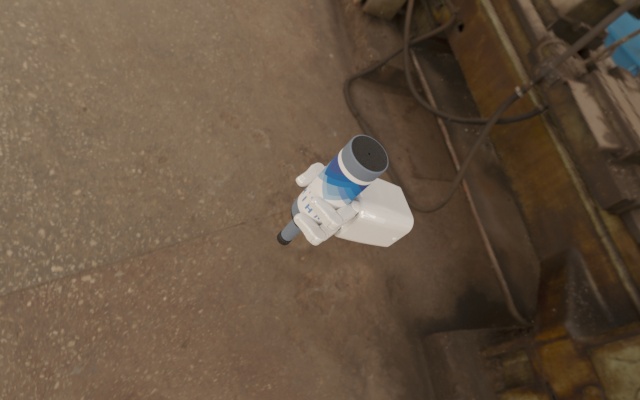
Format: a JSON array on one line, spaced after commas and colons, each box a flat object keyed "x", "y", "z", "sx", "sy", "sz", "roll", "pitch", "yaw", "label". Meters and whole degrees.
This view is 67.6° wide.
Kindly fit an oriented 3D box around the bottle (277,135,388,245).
[{"x": 0.000, "y": 0.002, "z": 0.792, "sx": 0.069, "sy": 0.069, "sz": 0.296, "roll": 0, "pitch": -28, "yaw": -33, "label": "bottle"}]
